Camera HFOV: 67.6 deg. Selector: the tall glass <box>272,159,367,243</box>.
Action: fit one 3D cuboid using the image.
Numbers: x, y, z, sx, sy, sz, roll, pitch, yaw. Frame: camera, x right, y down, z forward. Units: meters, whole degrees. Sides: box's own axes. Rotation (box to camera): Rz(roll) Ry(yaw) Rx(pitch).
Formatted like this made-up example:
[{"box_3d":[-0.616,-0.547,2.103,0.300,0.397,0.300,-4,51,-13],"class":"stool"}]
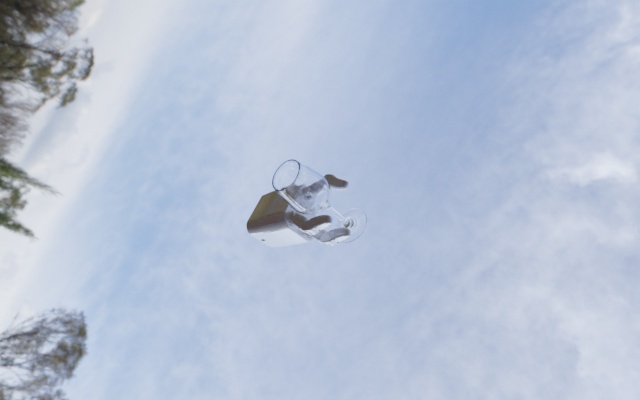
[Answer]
[{"box_3d":[0.001,0.003,0.872,0.079,0.079,0.201,0,-28,42],"class":"tall glass"}]
